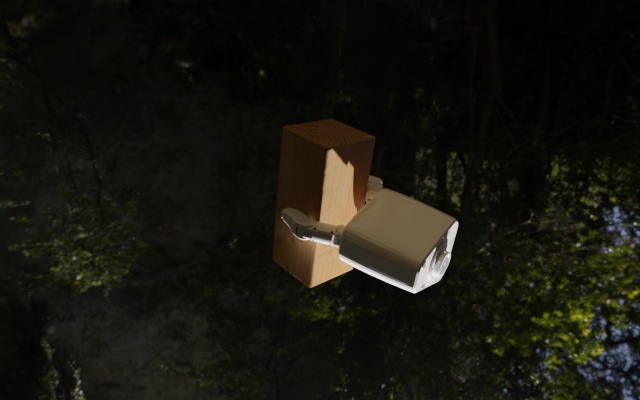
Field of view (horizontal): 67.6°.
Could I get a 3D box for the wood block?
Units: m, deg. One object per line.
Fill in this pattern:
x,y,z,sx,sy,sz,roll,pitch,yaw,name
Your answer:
0.000,0.003,0.664,0.091,0.206,0.090,-17,35,-39,wood block
